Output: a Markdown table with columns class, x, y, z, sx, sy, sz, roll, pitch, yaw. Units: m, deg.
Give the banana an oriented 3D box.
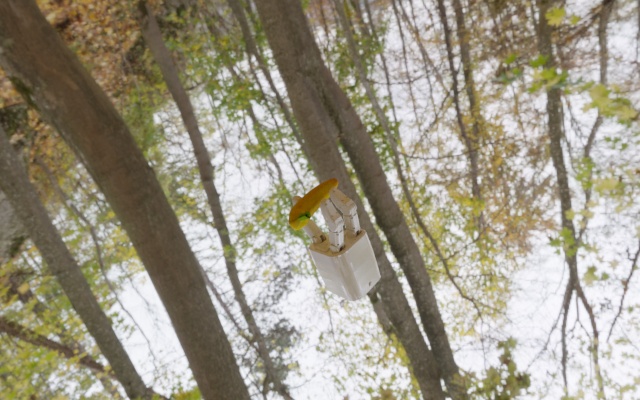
| class | x | y | z | sx | sy | sz | roll | pitch | yaw |
| --- | --- | --- | --- | --- | --- | --- | --- | --- | --- |
| banana | -0.017 | 0.010 | 0.879 | 0.069 | 0.037 | 0.197 | -21 | 14 | 23 |
